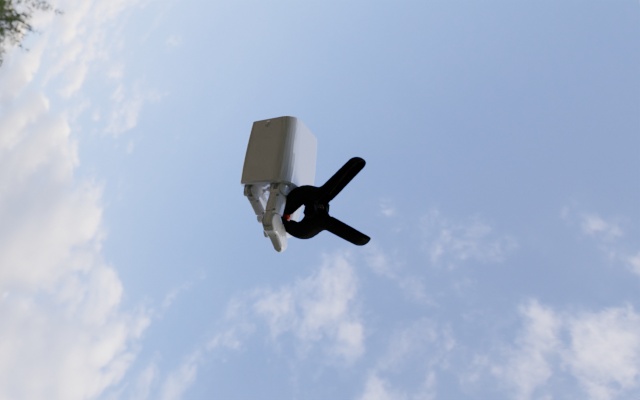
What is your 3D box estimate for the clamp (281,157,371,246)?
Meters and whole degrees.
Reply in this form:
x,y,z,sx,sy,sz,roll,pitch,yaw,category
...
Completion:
x,y,z,sx,sy,sz,roll,pitch,yaw,category
0.000,0.002,0.676,0.171,0.120,0.039,-2,-17,36,clamp
